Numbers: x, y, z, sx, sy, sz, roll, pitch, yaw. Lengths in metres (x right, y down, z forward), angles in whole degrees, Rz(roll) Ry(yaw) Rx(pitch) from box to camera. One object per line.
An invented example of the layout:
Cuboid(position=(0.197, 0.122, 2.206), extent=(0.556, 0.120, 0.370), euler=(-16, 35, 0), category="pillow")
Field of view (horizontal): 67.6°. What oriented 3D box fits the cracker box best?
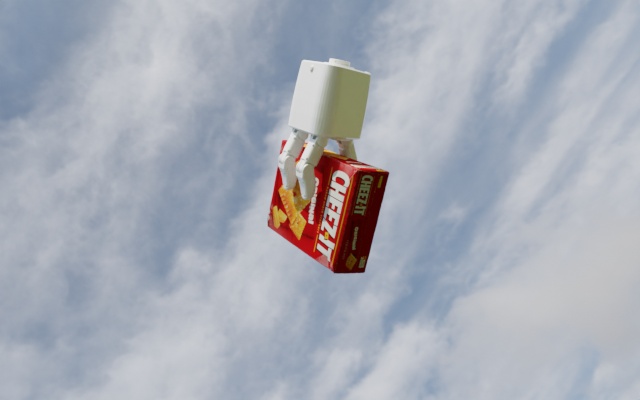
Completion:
Cuboid(position=(0.000, 0.003, 0.782), extent=(0.072, 0.164, 0.213), euler=(2, 16, -36), category="cracker box")
